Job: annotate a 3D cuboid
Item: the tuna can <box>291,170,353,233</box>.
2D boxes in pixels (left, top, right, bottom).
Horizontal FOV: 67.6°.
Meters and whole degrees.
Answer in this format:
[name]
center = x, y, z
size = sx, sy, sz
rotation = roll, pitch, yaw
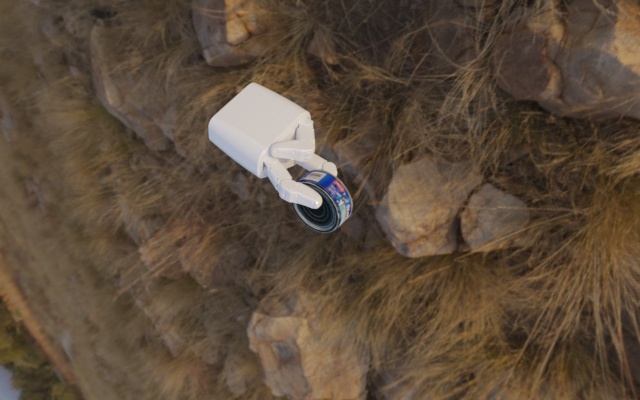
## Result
[tuna can]
center = 0.000, 0.002, 0.663
size = 0.086, 0.086, 0.033
rotation = 0, 31, 42
